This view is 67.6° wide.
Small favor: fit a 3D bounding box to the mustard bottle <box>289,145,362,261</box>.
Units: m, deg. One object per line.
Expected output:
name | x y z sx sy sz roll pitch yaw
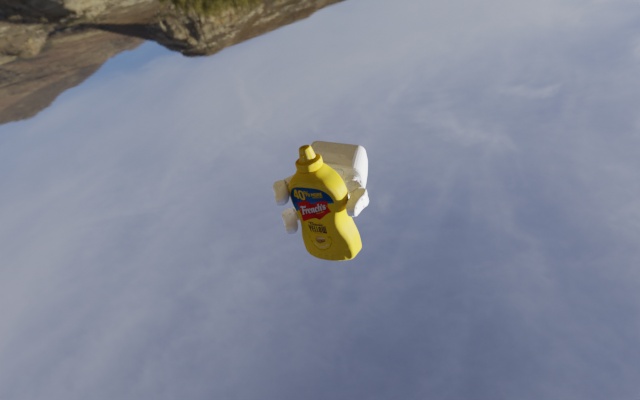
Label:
mustard bottle | 0.000 0.003 0.747 0.096 0.192 0.058 6 34 35
